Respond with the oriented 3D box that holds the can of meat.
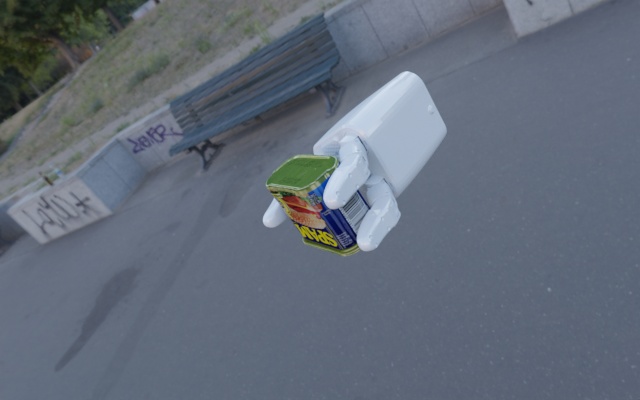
[{"bbox_3d":[0.000,0.001,0.483,0.057,0.084,0.102,-45,26,-21],"label":"can of meat"}]
